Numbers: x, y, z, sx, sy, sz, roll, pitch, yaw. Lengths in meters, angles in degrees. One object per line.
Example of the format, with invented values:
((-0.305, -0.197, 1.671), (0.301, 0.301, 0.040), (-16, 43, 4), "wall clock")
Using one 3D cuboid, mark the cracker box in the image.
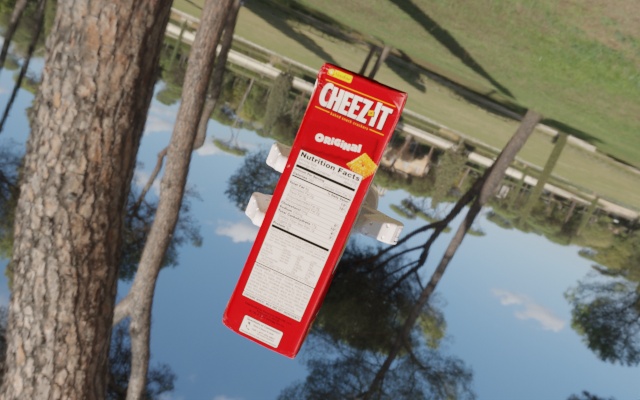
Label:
((0.000, 0.002, 0.420), (0.072, 0.214, 0.164), (23, 10, 4), "cracker box")
